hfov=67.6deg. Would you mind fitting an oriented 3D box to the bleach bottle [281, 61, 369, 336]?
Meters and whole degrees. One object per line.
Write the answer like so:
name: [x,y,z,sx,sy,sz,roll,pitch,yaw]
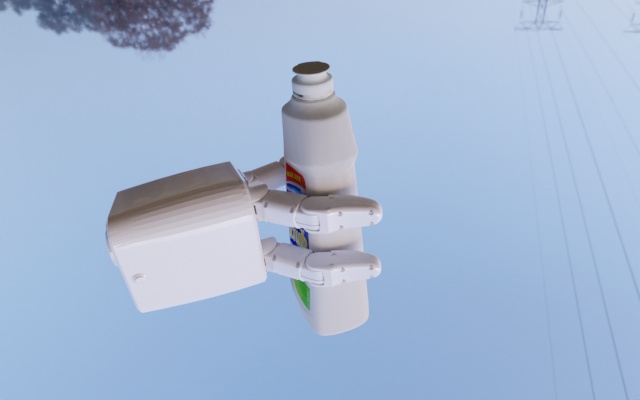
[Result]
bleach bottle: [0.000,0.001,0.425,0.068,0.251,0.102,-15,36,-13]
